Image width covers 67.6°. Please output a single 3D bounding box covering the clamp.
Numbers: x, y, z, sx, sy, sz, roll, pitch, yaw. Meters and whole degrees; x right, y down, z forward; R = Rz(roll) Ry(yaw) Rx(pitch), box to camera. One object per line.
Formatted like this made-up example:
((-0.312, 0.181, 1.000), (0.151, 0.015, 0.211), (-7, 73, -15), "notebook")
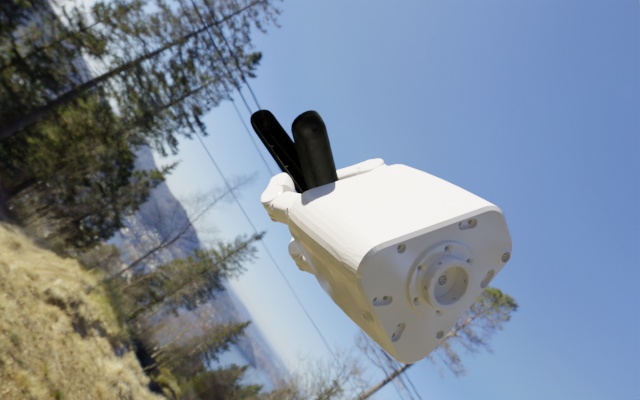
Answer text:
((0.001, 0.002, 0.452), (0.036, 0.210, 0.164), (-32, 26, -11), "clamp")
